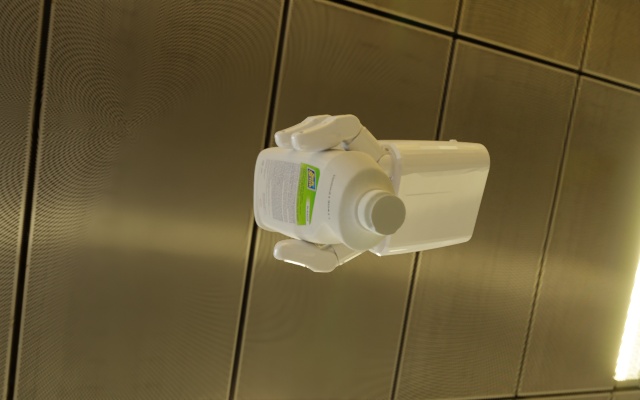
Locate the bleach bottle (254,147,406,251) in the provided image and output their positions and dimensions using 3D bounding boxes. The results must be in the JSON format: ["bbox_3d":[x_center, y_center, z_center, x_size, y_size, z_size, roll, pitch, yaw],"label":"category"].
[{"bbox_3d":[0.000,0.001,0.447,0.068,0.102,0.251,-3,9,-22],"label":"bleach bottle"}]
